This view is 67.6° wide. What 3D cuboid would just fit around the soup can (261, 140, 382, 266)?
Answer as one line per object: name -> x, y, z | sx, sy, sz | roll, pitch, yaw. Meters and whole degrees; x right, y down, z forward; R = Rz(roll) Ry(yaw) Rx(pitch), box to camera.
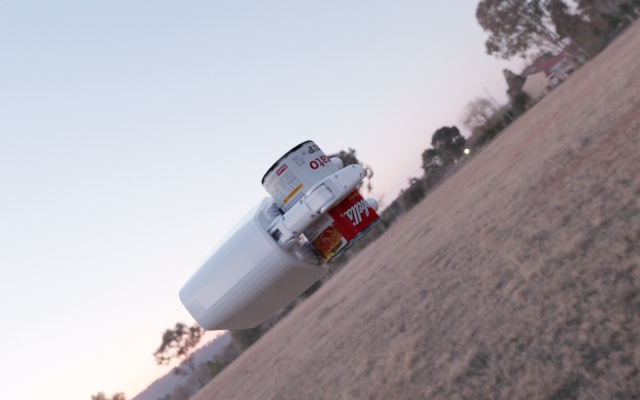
soup can -> 0.000, 0.001, 0.455 | 0.068, 0.102, 0.068 | -40, -7, -6
